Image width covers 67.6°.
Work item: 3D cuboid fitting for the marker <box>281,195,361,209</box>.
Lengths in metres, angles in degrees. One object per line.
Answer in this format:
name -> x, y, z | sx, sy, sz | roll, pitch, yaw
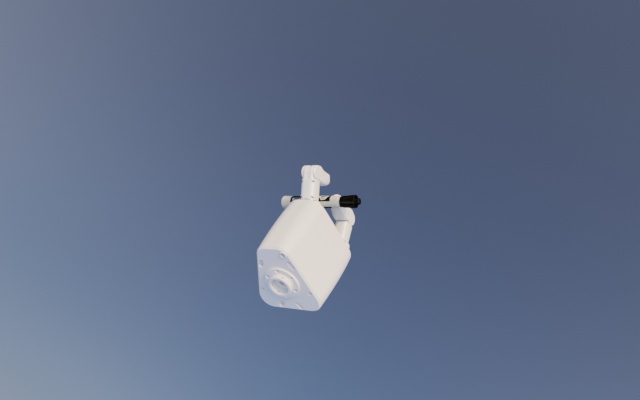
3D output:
marker -> 0.000, 0.002, 0.676 | 0.121, 0.020, 0.020 | -1, 0, 28
